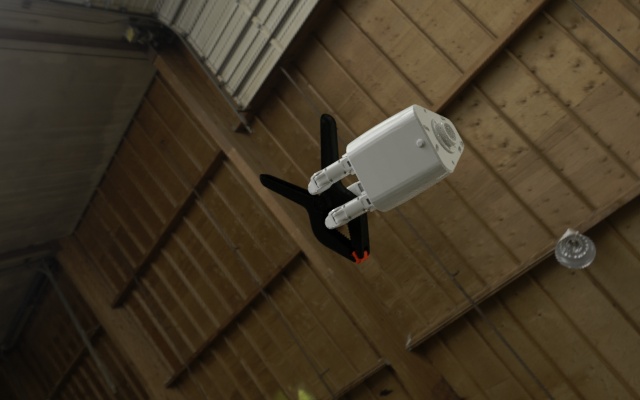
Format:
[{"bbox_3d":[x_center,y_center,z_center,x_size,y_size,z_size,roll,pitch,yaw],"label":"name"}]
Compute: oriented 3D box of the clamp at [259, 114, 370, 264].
[{"bbox_3d":[0.001,0.003,0.706,0.164,0.210,0.036,-31,-8,35],"label":"clamp"}]
